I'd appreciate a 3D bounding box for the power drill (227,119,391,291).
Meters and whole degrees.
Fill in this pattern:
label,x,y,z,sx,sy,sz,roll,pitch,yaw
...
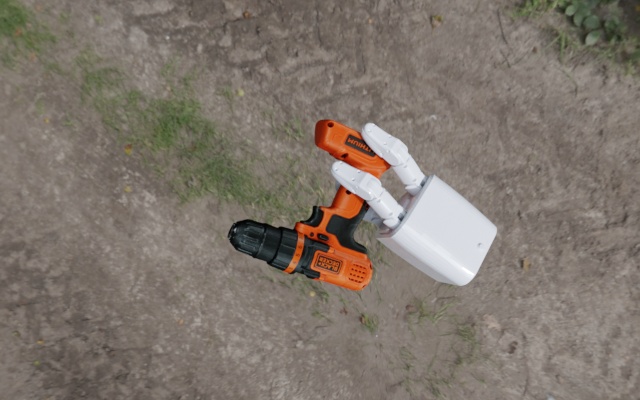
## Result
label,x,y,z,sx,sy,sz,roll,pitch,yaw
power drill,0.001,0.002,0.580,0.184,0.187,0.057,21,-3,-21
